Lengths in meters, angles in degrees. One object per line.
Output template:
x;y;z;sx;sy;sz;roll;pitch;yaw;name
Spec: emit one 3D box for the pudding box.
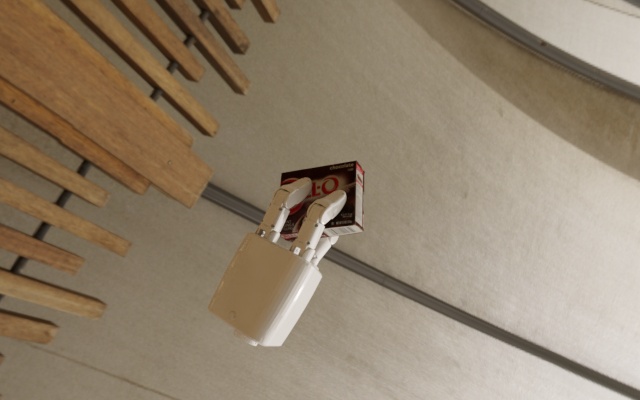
0.000;0.002;0.623;0.113;0.090;0.039;-7;-25;21;pudding box
